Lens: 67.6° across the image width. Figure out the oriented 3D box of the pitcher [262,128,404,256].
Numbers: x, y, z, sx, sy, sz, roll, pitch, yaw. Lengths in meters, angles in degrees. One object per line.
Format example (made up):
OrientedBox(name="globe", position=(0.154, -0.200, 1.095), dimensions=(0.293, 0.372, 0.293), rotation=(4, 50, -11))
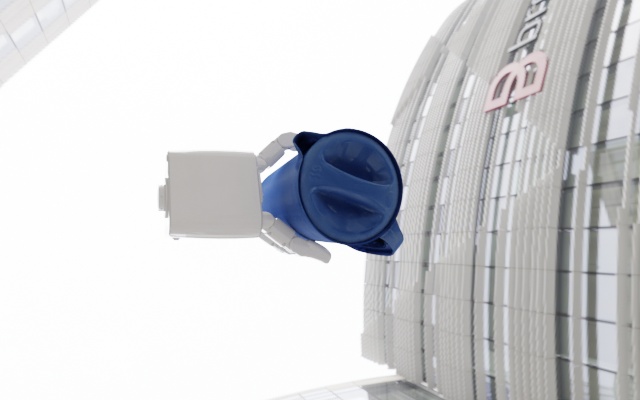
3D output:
OrientedBox(name="pitcher", position=(0.000, 0.002, 0.641), dimensions=(0.145, 0.149, 0.243), rotation=(-1, -5, -22))
